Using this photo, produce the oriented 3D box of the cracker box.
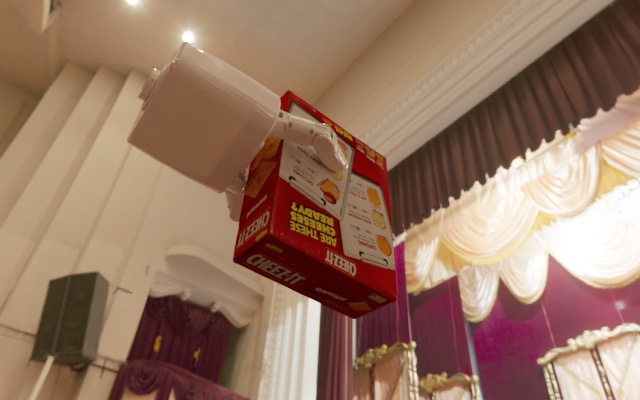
[{"bbox_3d":[0.000,0.002,0.533,0.164,0.213,0.072,31,-49,-28],"label":"cracker box"}]
